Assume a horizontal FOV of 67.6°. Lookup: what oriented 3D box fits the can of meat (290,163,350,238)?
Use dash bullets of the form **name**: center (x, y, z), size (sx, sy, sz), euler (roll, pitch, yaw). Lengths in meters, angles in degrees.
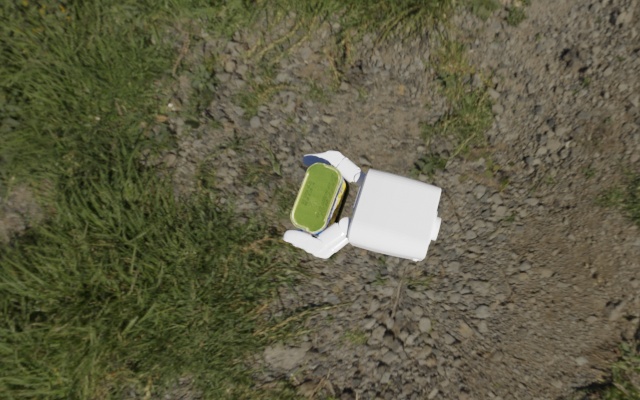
- **can of meat**: center (0.000, 0.002, 0.687), size (0.057, 0.102, 0.084), euler (19, -6, 11)
